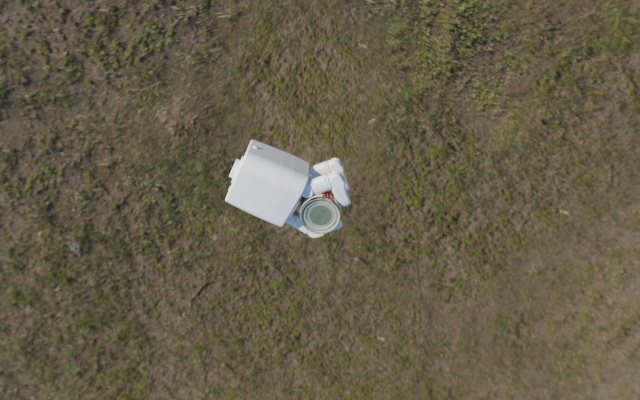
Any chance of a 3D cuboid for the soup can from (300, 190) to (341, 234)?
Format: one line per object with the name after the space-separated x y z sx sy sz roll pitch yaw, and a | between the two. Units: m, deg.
0.001 0.003 0.803 0.068 0.068 0.102 0 27 0 | soup can
